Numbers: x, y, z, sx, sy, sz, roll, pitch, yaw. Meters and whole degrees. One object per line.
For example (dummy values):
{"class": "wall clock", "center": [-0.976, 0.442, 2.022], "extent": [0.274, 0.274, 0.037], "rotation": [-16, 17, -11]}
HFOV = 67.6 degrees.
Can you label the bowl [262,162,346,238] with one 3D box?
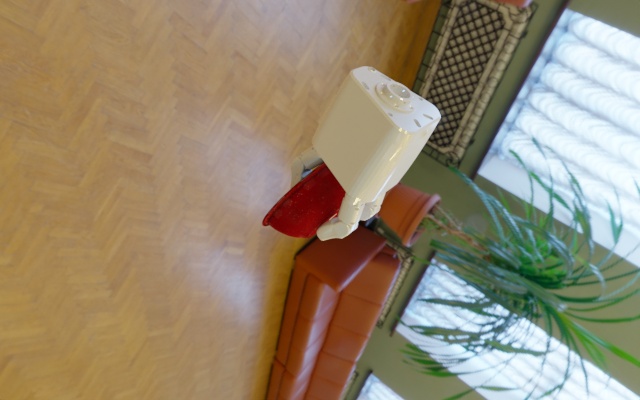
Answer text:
{"class": "bowl", "center": [0.000, 0.003, 0.649], "extent": [0.162, 0.055, 0.162], "rotation": [-39, -6, -5]}
